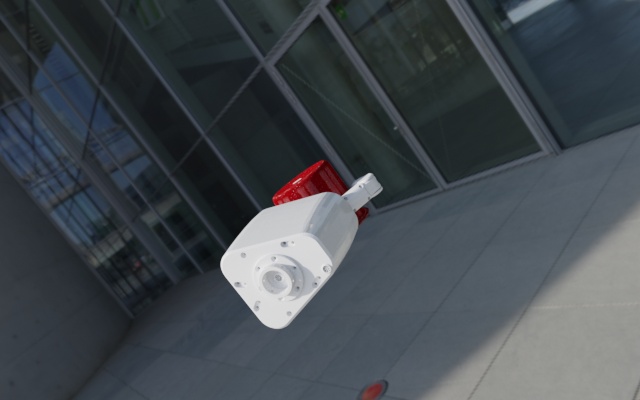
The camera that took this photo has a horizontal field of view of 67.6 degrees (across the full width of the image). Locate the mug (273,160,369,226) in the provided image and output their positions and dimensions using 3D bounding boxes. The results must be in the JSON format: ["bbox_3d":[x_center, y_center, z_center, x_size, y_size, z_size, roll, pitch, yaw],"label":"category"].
[{"bbox_3d":[0.000,0.001,0.584,0.093,0.081,0.117,-33,9,22],"label":"mug"}]
